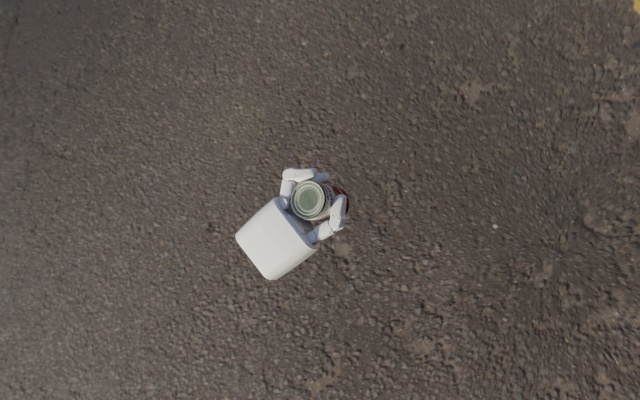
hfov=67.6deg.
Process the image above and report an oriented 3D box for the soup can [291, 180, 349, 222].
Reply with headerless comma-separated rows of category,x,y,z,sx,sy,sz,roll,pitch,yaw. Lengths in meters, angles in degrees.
soup can,0.000,0.003,0.840,0.068,0.068,0.102,0,-6,26
